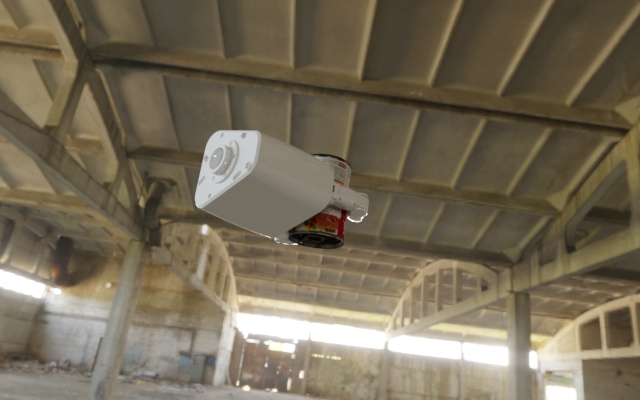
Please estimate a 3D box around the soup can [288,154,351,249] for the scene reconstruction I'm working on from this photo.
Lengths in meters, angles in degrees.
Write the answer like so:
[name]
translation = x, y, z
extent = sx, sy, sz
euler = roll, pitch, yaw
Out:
[soup can]
translation = 0.001, 0.002, 0.590
extent = 0.068, 0.102, 0.068
euler = 6, -20, 2
